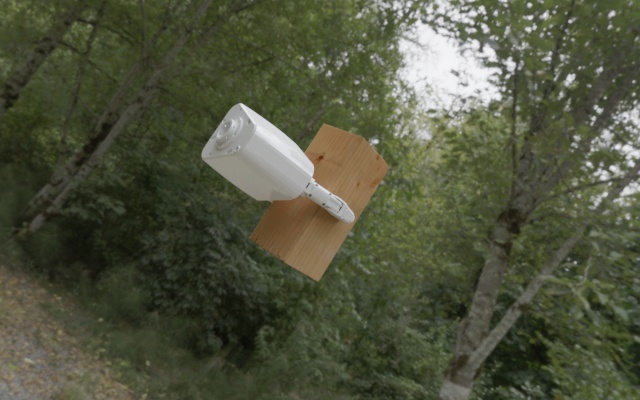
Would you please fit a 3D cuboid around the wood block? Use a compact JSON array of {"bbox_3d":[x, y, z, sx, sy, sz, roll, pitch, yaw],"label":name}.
[{"bbox_3d":[0.000,0.002,0.714,0.090,0.206,0.090,27,-8,43],"label":"wood block"}]
